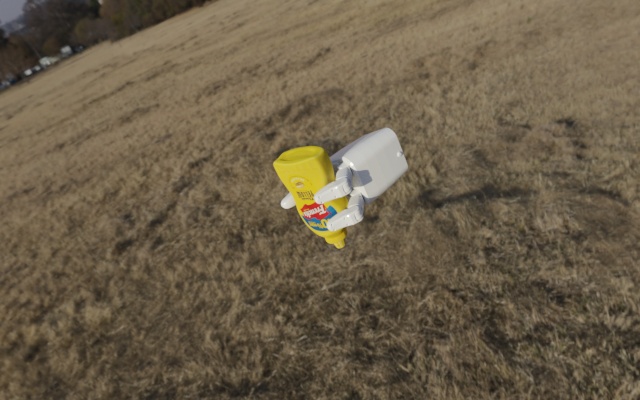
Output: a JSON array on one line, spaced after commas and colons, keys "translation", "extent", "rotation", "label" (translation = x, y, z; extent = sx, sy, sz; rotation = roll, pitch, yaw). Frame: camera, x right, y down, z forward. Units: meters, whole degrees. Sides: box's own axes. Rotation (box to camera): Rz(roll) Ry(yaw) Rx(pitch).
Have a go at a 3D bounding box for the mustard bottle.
[{"translation": [0.000, 0.003, 0.806], "extent": [0.096, 0.192, 0.058], "rotation": [-4, 35, 37], "label": "mustard bottle"}]
